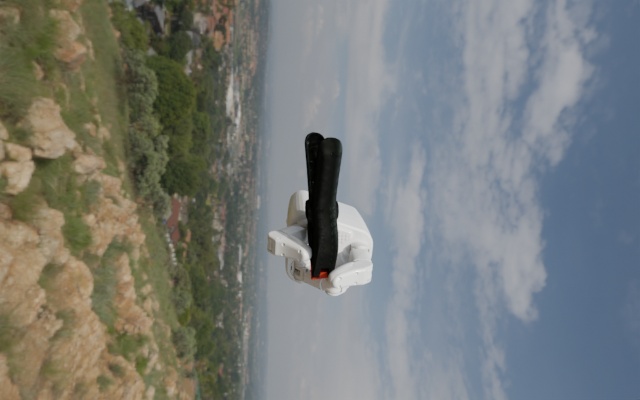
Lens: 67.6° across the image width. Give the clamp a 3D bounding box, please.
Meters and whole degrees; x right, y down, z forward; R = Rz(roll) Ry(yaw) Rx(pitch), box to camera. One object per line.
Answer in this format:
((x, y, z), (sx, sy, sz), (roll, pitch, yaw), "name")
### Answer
((0.001, 0.002, 0.546), (0.039, 0.171, 0.120), (2, 19, -5), "clamp")
